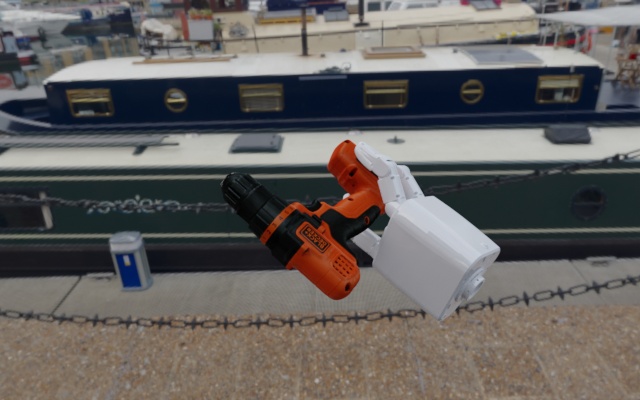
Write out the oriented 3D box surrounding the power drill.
[{"bbox_3d":[0.001,0.002,0.564,0.187,0.184,0.057,-44,-5,-41],"label":"power drill"}]
